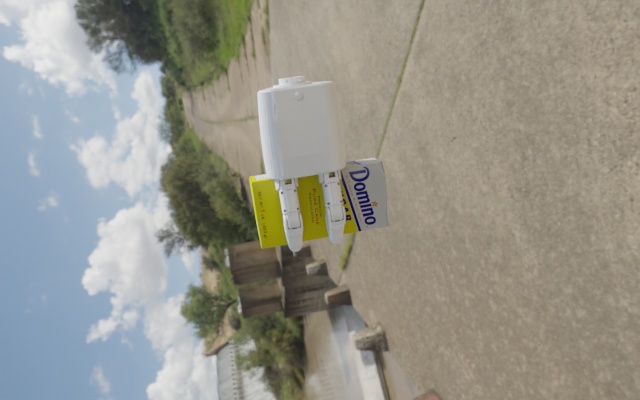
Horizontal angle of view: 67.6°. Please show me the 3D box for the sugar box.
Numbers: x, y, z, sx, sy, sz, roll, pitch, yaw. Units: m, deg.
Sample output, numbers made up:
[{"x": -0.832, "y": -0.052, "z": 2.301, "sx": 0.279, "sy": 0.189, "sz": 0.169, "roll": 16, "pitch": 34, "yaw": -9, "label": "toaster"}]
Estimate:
[{"x": 0.000, "y": 0.002, "z": 0.637, "sx": 0.176, "sy": 0.093, "sz": 0.048, "roll": -10, "pitch": 16, "yaw": -8, "label": "sugar box"}]
